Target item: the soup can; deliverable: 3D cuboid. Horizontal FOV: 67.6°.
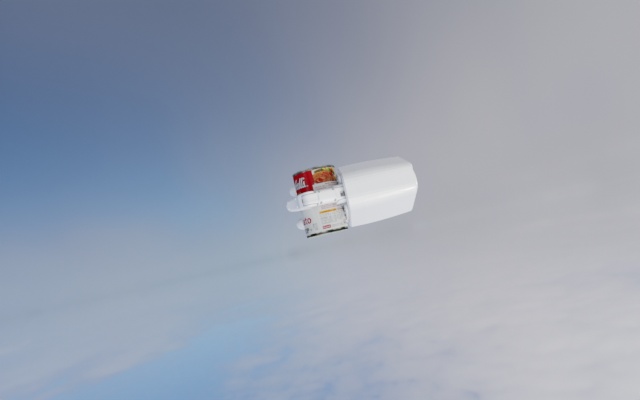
[{"bbox_3d":[0.000,0.003,0.744,0.068,0.102,0.068,-13,-5,-1],"label":"soup can"}]
